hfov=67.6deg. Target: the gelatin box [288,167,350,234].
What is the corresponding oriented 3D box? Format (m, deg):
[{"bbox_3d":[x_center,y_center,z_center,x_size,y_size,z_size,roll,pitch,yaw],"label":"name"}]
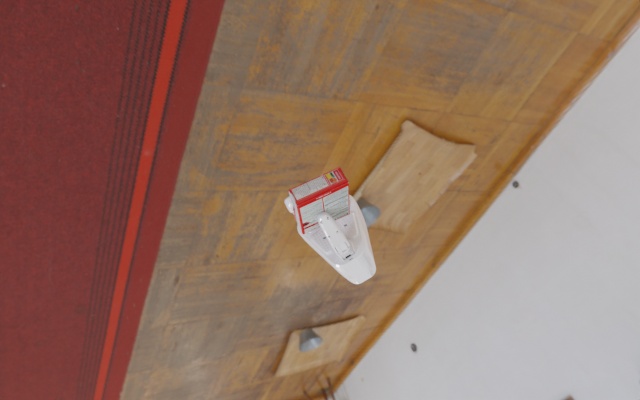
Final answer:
[{"bbox_3d":[0.000,0.002,0.630,0.073,0.030,0.089,-24,-27,-9],"label":"gelatin box"}]
